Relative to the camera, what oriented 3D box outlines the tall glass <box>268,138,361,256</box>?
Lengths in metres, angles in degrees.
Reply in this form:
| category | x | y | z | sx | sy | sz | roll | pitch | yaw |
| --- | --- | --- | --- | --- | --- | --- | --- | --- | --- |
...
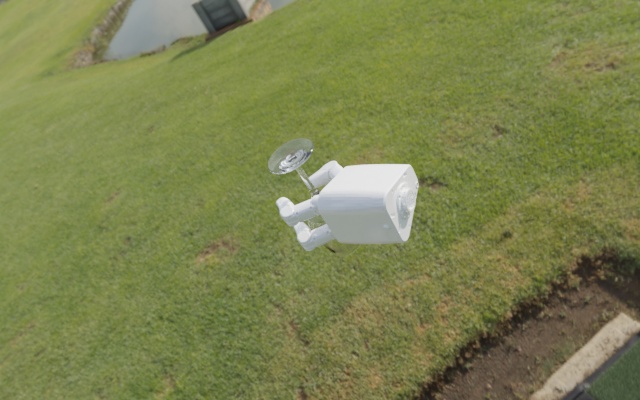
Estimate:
| category | x | y | z | sx | sy | sz | roll | pitch | yaw |
| --- | --- | --- | --- | --- | --- | --- | --- | --- | --- |
| tall glass | 0.000 | 0.002 | 0.744 | 0.079 | 0.079 | 0.201 | 0 | -43 | 36 |
